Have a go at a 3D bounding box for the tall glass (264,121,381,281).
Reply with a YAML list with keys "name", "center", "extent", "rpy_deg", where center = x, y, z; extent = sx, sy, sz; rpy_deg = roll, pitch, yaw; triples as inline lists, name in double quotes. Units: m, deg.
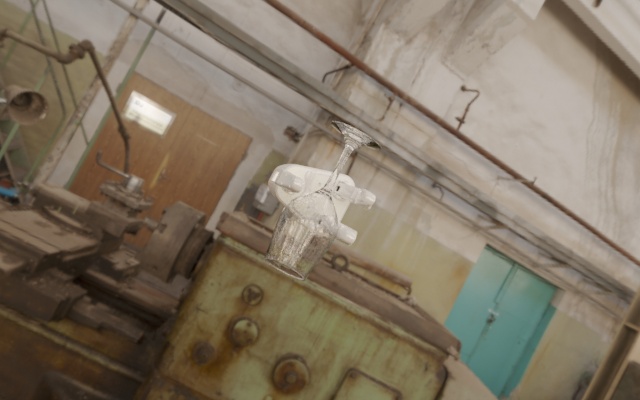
- name: "tall glass"
  center: [0.000, 0.001, 0.624]
  extent: [0.079, 0.201, 0.079]
  rpy_deg: [28, -1, 1]
